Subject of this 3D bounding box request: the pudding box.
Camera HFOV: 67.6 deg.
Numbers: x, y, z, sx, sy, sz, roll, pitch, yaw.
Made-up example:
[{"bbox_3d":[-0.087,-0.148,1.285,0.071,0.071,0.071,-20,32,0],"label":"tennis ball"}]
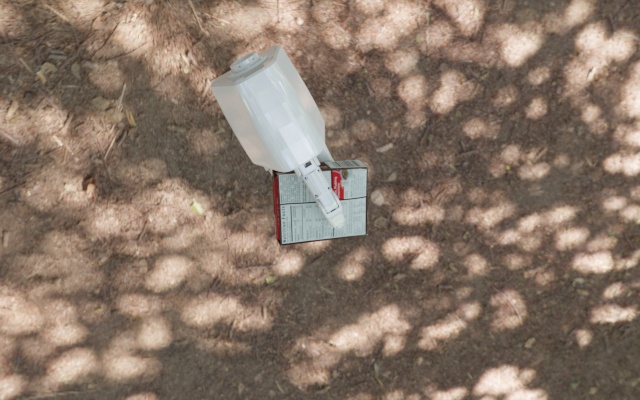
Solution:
[{"bbox_3d":[0.000,0.002,0.571,0.113,0.090,0.039,-5,19,-13],"label":"pudding box"}]
